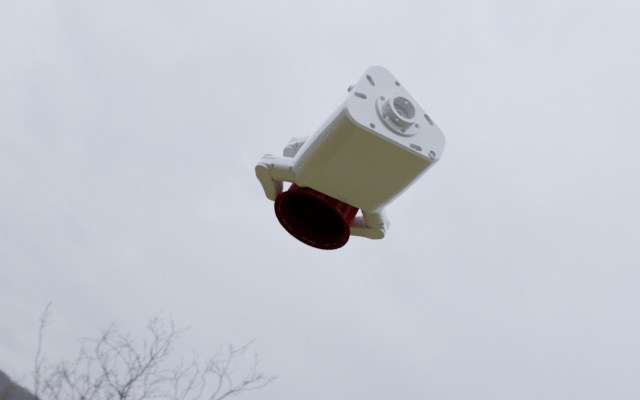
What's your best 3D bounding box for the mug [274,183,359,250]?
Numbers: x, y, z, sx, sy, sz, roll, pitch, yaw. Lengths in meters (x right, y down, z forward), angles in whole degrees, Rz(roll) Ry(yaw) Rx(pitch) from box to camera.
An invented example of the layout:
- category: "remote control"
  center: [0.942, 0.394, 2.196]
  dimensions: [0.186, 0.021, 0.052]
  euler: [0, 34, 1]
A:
- category: "mug"
  center: [0.000, 0.002, 0.562]
  dimensions: [0.093, 0.081, 0.117]
  euler: [37, -38, -8]
